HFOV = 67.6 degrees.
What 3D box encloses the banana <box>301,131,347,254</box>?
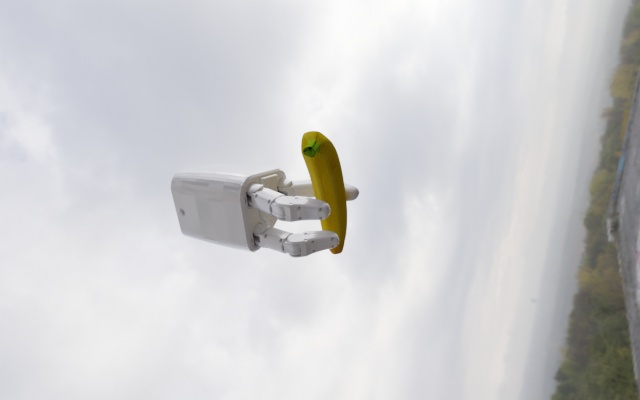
[{"bbox_3d":[0.004,-0.015,0.550,0.037,0.069,0.198,5,-36,18],"label":"banana"}]
